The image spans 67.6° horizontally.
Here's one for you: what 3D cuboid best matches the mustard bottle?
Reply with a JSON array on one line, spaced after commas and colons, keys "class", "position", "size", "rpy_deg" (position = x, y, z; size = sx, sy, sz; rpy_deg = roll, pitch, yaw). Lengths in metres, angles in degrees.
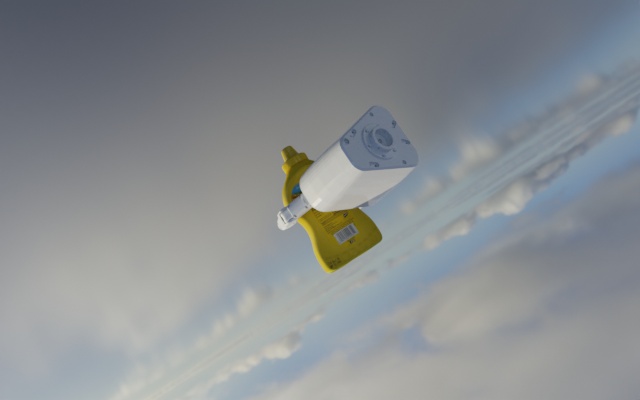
[{"class": "mustard bottle", "position": [0.000, 0.003, 0.694], "size": [0.096, 0.191, 0.058], "rpy_deg": [-31, -9, -13]}]
